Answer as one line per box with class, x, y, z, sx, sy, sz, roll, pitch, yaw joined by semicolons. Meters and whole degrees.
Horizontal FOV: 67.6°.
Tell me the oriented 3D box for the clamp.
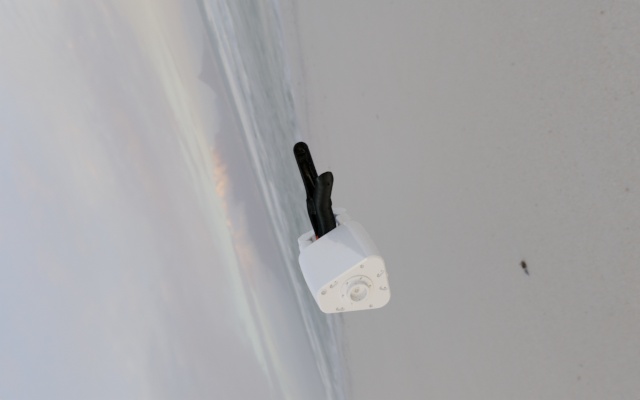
clamp;0.000;0.003;0.736;0.039;0.171;0.120;-19;27;-8
